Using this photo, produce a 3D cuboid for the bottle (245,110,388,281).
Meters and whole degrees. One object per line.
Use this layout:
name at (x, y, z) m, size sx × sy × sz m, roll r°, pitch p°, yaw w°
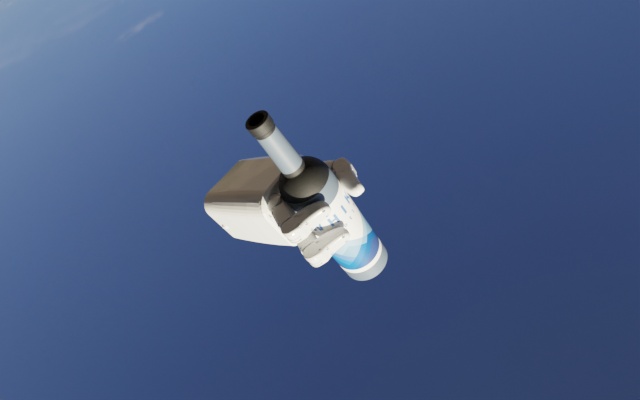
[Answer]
bottle at (0.000, 0.002, 0.586) m, size 0.069 × 0.069 × 0.296 m, roll 0°, pitch -35°, yaw 33°
